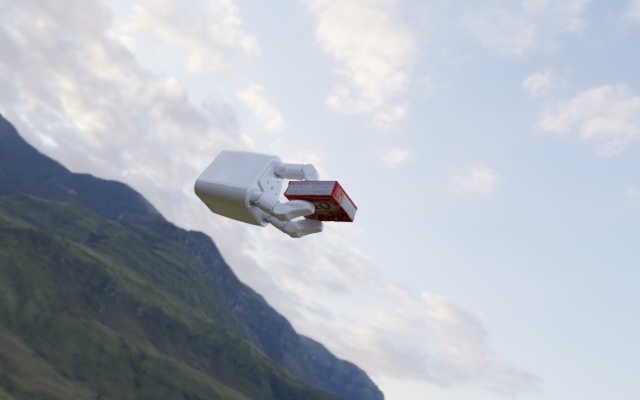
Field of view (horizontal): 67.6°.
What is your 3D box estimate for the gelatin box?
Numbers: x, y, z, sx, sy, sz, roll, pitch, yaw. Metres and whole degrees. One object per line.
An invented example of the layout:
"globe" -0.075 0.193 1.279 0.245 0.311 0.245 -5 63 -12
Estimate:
"gelatin box" 0.001 0.002 0.712 0.089 0.030 0.073 1 -34 33
